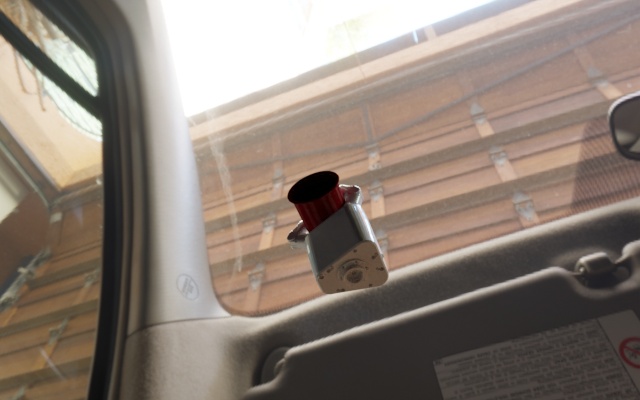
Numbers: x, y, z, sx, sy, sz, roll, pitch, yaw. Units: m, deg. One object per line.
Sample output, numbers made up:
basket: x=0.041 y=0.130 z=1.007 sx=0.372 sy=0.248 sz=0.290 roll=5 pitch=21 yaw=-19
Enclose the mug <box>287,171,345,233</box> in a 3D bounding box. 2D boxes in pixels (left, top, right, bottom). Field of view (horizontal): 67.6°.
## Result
mug: x=0.000 y=0.002 z=0.824 sx=0.093 sy=0.081 sz=0.117 roll=-22 pitch=30 yaw=4
